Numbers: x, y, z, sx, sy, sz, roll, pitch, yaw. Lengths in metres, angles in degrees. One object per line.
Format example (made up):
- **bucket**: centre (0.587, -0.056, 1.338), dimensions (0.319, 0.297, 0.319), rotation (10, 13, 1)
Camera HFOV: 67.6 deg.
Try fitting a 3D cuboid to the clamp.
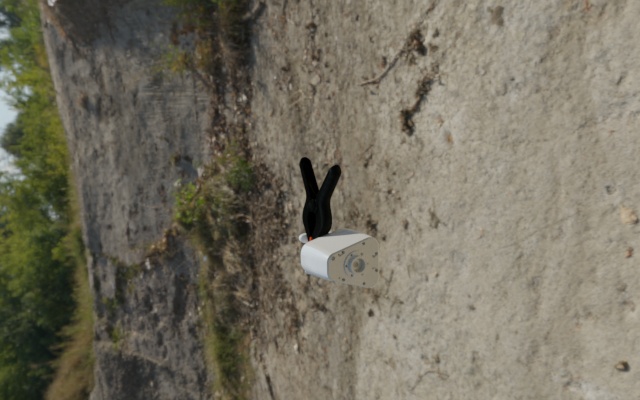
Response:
- **clamp**: centre (0.000, 0.003, 0.900), dimensions (0.039, 0.171, 0.120), rotation (-8, 7, -27)
